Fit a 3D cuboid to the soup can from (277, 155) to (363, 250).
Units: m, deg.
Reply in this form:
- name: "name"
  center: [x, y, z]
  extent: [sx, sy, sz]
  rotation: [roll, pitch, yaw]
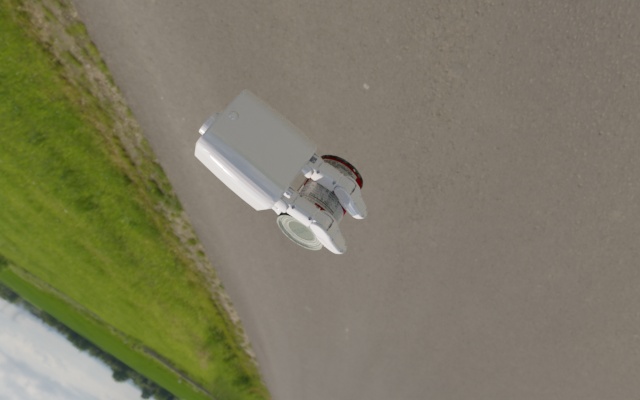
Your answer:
- name: "soup can"
  center: [0.000, 0.003, 0.593]
  extent: [0.068, 0.102, 0.068]
  rotation: [26, -30, 16]
